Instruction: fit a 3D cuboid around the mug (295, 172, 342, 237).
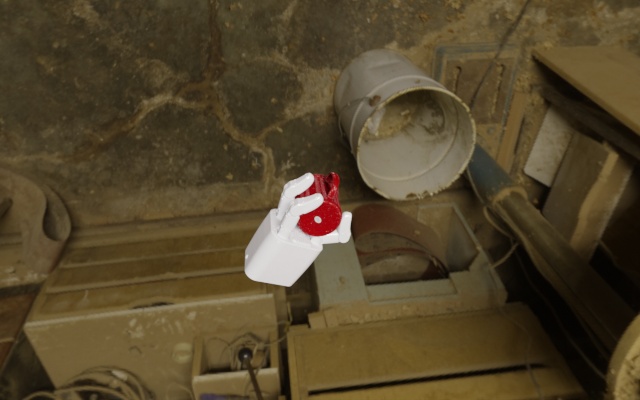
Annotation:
[{"bbox_3d":[0.001,0.002,0.861,0.093,0.117,0.081,25,26,-23],"label":"mug"}]
